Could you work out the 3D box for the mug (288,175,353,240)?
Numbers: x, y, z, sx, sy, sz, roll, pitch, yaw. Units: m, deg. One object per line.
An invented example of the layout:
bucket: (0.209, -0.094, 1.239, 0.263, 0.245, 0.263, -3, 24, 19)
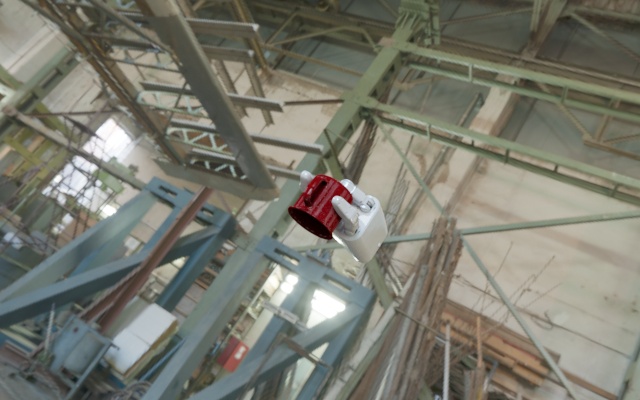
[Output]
mug: (0.000, 0.002, 0.824, 0.093, 0.081, 0.117, 23, -23, 30)
